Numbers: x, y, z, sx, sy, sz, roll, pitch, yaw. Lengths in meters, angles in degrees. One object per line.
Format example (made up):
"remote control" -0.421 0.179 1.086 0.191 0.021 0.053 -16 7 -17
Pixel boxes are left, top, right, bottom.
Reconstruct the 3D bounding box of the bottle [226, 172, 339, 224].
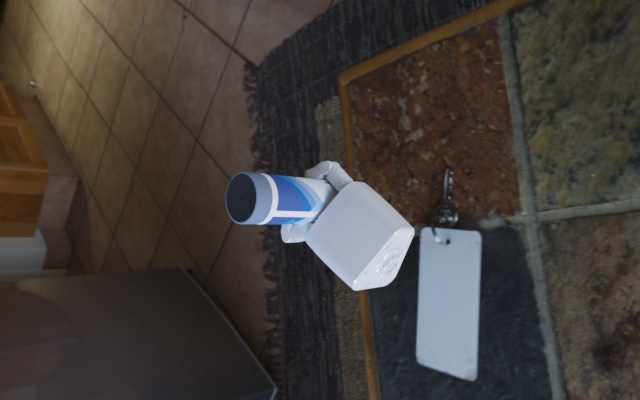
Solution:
"bottle" 0.000 0.002 0.709 0.069 0.069 0.296 0 -2 43
